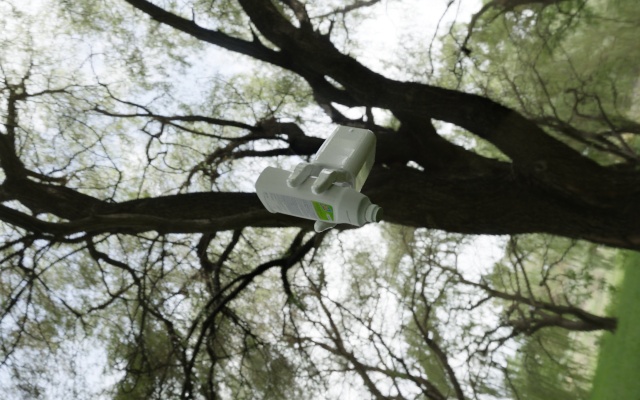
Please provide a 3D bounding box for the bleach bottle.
[{"bbox_3d":[0.000,0.003,0.887,0.251,0.068,0.103,15,-28,31],"label":"bleach bottle"}]
